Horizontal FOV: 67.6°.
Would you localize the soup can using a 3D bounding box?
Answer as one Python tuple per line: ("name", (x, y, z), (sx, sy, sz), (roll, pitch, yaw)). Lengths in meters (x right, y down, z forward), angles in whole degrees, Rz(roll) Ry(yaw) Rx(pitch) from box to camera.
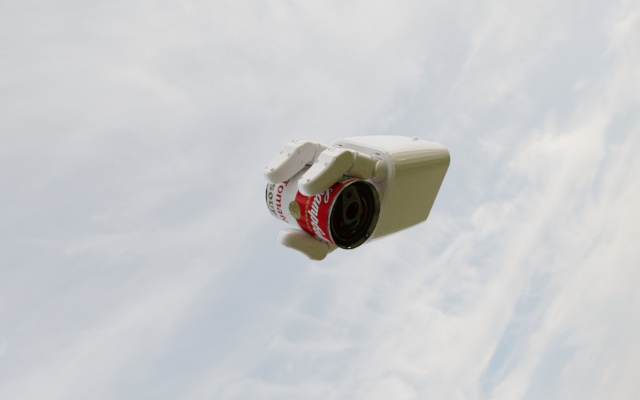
("soup can", (-0.001, 0.002, 0.481), (0.068, 0.068, 0.102), (0, 14, -43))
